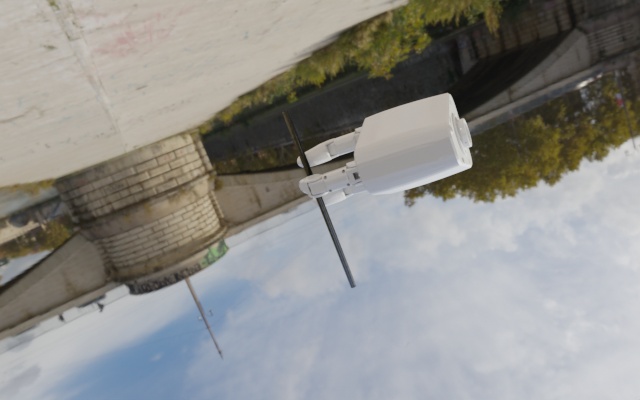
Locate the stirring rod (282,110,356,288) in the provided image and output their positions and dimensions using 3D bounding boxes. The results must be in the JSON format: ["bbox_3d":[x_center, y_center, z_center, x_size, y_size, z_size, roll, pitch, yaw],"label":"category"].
[{"bbox_3d":[0.000,0.002,0.598,0.011,0.239,0.011,-21,11,4],"label":"stirring rod"}]
